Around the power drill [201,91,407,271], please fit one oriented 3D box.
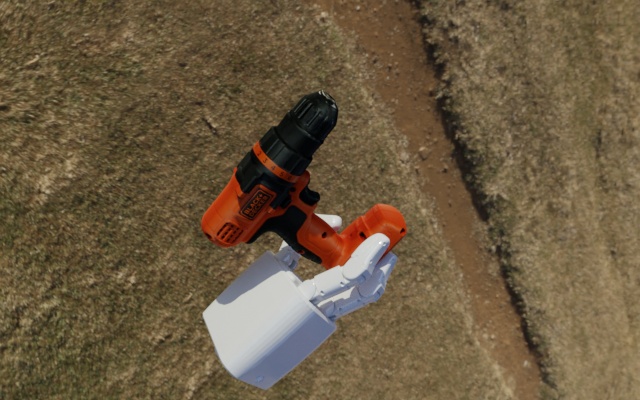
[{"bbox_3d":[0.000,0.002,0.492,0.188,0.184,0.057,32,22,-29],"label":"power drill"}]
